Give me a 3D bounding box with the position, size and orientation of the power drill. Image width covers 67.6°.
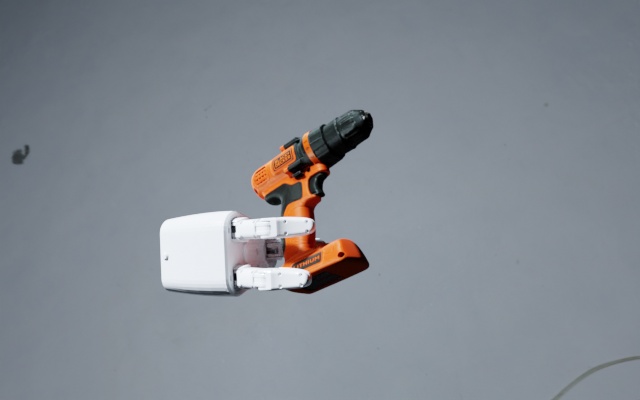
[{"bbox_3d":[0.000,0.002,0.562,0.184,0.187,0.057,-31,-36,31],"label":"power drill"}]
